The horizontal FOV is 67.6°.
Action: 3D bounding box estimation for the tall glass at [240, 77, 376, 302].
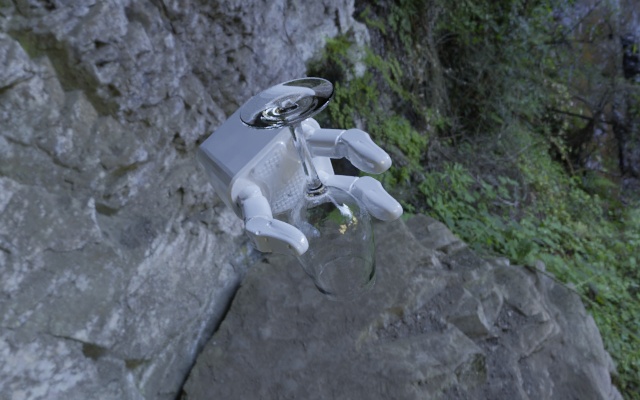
[{"bbox_3d":[0.000,0.001,0.416,0.079,0.201,0.079,-12,37,9],"label":"tall glass"}]
